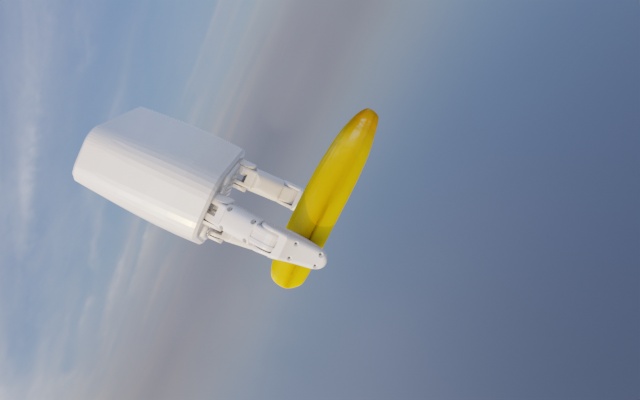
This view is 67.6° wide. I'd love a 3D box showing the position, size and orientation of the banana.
[{"bbox_3d":[-0.005,0.013,0.415,0.037,0.198,0.069,25,30,-2],"label":"banana"}]
